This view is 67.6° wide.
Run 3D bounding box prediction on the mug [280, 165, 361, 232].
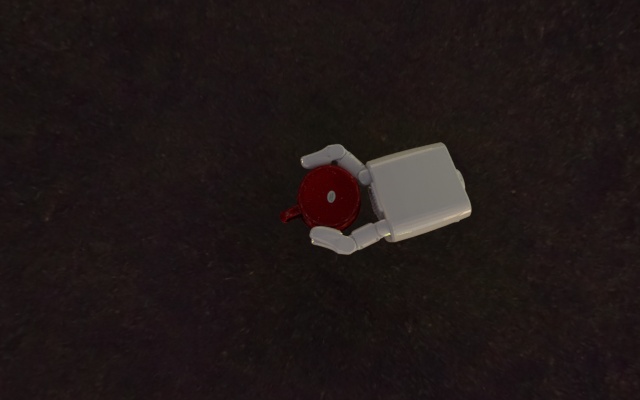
[{"bbox_3d":[-0.001,0.002,0.644,0.117,0.093,0.081,-19,-6,-1],"label":"mug"}]
